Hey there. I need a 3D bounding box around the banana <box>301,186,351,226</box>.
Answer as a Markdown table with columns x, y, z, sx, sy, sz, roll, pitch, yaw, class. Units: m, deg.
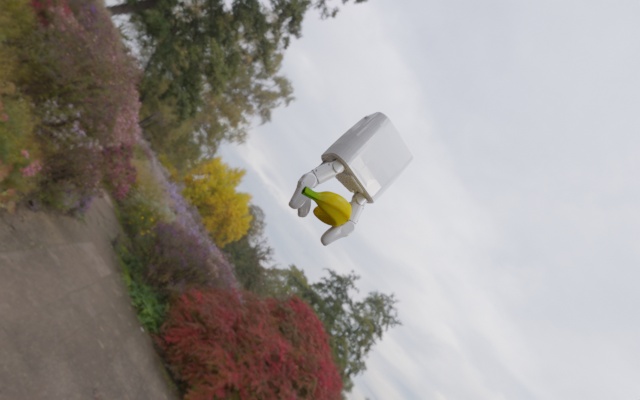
| x | y | z | sx | sy | sz | roll | pitch | yaw | class |
| --- | --- | --- | --- | --- | --- | --- | --- | --- | --- |
| 0.015 | 0.012 | 0.733 | 0.069 | 0.037 | 0.198 | 34 | -8 | 9 | banana |
